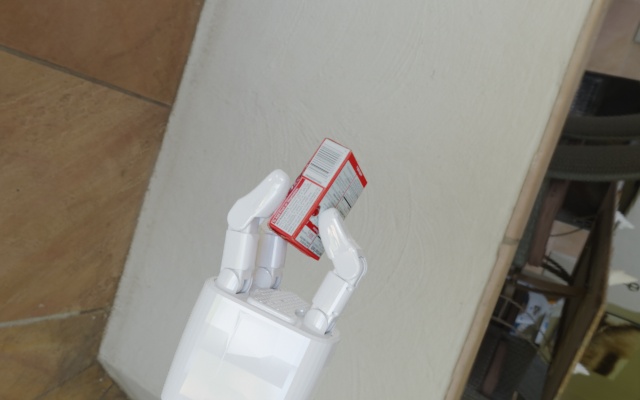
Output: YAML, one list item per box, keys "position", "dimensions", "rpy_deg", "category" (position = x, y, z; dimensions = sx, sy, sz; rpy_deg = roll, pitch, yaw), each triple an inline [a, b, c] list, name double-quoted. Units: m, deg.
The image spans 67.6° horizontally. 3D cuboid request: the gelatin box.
- position: [0.001, 0.001, 0.409]
  dimensions: [0.030, 0.089, 0.073]
  rpy_deg: [31, -8, 24]
  category: "gelatin box"
